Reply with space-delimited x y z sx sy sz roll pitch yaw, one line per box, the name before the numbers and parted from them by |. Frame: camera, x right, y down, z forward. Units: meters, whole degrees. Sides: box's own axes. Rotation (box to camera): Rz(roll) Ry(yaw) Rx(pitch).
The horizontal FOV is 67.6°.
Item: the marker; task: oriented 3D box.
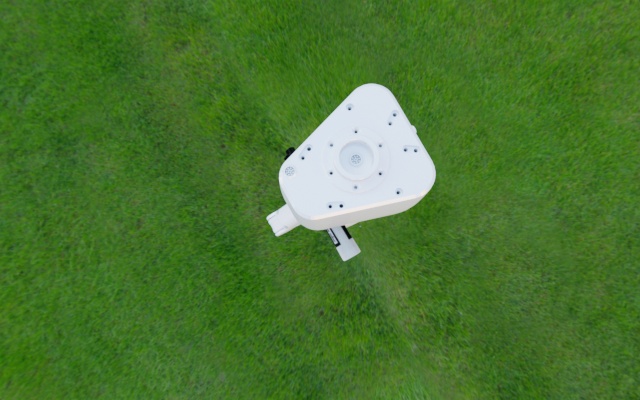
marker | 0.000 0.002 0.460 0.020 0.121 0.020 -30 -5 -3
